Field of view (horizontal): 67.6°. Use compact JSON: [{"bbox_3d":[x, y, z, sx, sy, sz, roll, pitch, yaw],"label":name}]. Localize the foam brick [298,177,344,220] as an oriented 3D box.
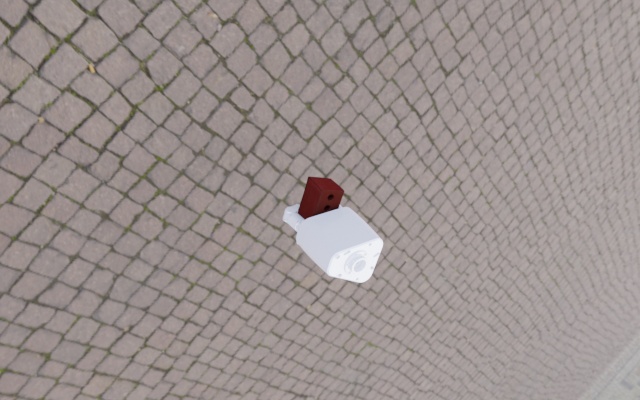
[{"bbox_3d":[0.000,0.003,0.869,0.053,0.078,0.051,1,28,-34],"label":"foam brick"}]
